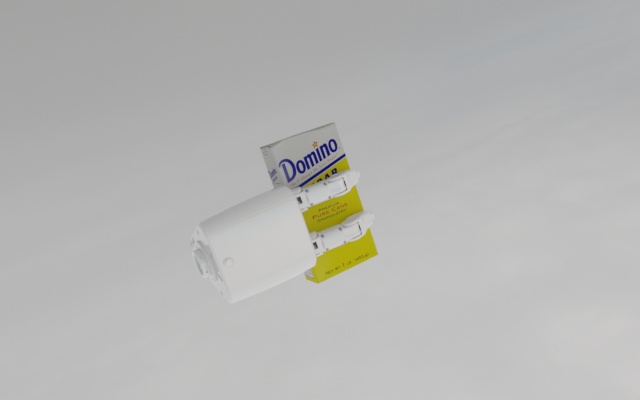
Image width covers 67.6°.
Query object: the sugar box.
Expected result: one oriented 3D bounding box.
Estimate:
[{"bbox_3d":[0.000,0.002,0.589,0.093,0.176,0.048,-23,11,-22],"label":"sugar box"}]
